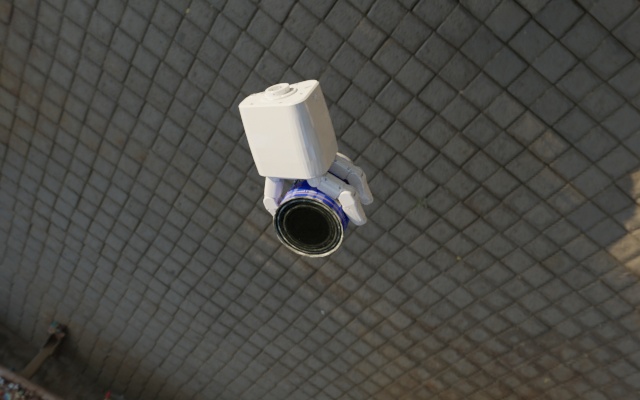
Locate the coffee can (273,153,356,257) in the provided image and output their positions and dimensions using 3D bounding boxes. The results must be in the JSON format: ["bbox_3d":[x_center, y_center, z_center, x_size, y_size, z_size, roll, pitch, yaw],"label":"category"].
[{"bbox_3d":[0.000,0.002,0.718,0.103,0.103,0.140,0,32,17],"label":"coffee can"}]
